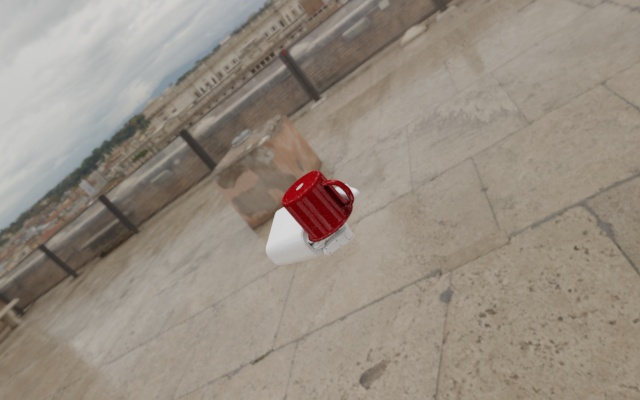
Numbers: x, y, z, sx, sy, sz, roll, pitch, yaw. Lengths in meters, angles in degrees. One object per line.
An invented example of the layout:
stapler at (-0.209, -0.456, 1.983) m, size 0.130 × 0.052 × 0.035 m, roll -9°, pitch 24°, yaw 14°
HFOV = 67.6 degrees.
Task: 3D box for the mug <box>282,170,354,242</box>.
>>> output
mug at (0.001, 0.002, 0.762) m, size 0.117 × 0.081 × 0.093 m, roll -24°, pitch 26°, yaw 40°
